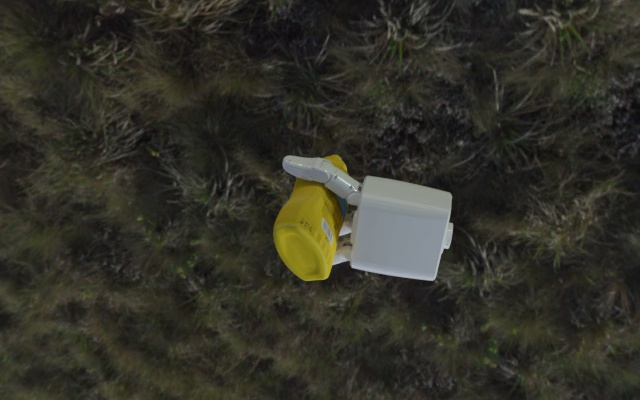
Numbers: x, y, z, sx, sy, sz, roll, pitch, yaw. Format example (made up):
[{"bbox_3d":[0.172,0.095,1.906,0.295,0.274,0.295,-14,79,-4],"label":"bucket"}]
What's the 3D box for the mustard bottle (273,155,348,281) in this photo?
[{"bbox_3d":[0.000,0.002,0.610,0.058,0.096,0.191,-11,36,26],"label":"mustard bottle"}]
